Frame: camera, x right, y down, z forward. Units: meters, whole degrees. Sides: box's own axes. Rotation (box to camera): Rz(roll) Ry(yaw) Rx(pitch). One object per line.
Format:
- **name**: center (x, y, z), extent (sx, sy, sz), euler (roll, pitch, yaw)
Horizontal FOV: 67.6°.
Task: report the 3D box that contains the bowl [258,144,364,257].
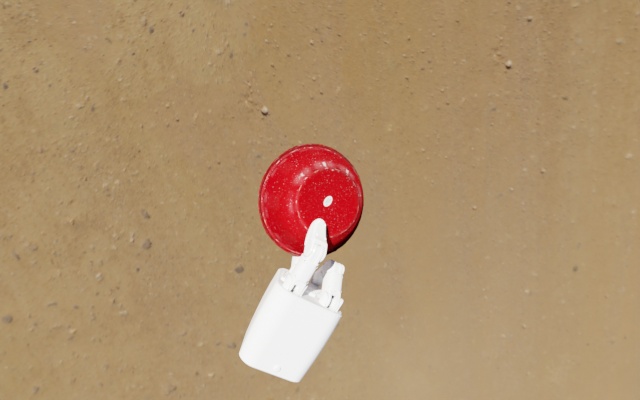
- **bowl**: center (0.001, 0.001, 0.649), extent (0.162, 0.162, 0.055), euler (0, 3, -24)
